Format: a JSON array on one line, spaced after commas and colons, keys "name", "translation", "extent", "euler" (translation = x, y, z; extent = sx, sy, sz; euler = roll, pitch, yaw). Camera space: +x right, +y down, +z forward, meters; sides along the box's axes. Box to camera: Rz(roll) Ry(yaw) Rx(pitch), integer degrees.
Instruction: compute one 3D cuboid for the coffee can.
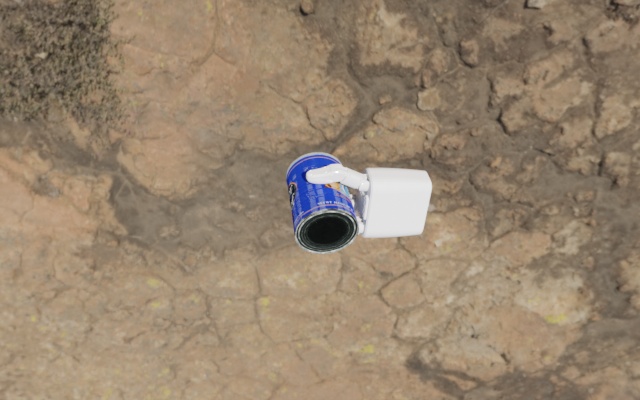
[{"name": "coffee can", "translation": [0.000, 0.002, 0.792], "extent": [0.103, 0.103, 0.140], "euler": [0, 44, -12]}]
